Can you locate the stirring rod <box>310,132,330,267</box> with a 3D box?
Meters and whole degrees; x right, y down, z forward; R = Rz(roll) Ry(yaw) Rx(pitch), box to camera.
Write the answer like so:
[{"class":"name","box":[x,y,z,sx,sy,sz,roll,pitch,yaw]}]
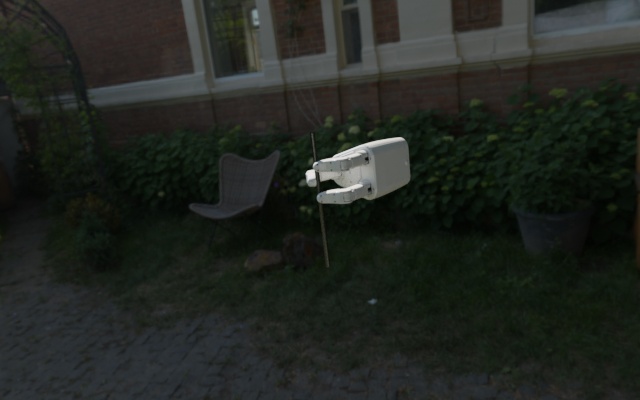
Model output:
[{"class":"stirring rod","box":[0.000,0.003,0.824,0.011,0.239,0.011,-6,15,2]}]
